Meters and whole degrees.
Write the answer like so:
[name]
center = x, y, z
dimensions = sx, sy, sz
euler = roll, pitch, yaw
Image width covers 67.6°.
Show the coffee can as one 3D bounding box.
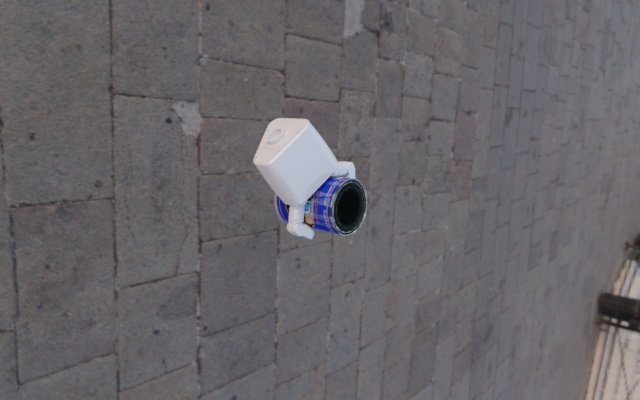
[coffee can]
center = 0.000, 0.003, 0.874
dimensions = 0.140, 0.103, 0.103
euler = 10, 7, 40
